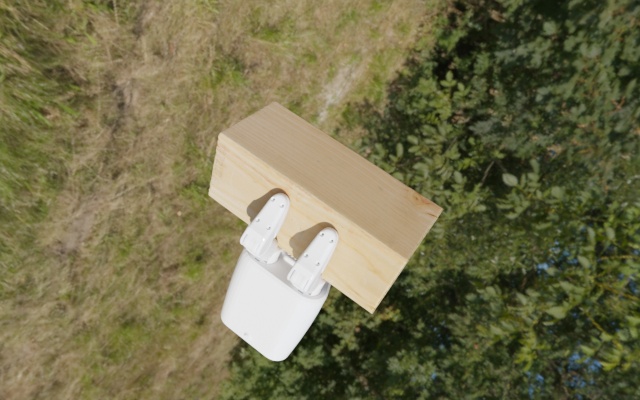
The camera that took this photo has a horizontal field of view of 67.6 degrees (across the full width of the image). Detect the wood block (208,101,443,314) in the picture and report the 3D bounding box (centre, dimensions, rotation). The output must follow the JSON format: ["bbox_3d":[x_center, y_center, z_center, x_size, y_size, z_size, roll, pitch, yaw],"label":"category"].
[{"bbox_3d":[0.000,0.002,0.477,0.206,0.090,0.090,34,44,13],"label":"wood block"}]
